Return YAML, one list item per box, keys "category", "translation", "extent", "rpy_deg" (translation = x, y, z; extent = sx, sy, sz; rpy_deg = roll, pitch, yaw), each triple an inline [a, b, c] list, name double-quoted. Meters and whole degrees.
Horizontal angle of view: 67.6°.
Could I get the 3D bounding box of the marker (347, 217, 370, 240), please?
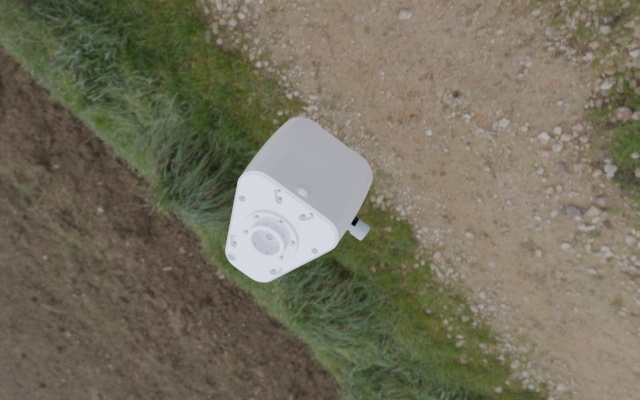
- category: "marker"
  translation: [0.000, 0.002, 0.521]
  extent: [0.121, 0.020, 0.020]
  rpy_deg: [35, -2, -3]
